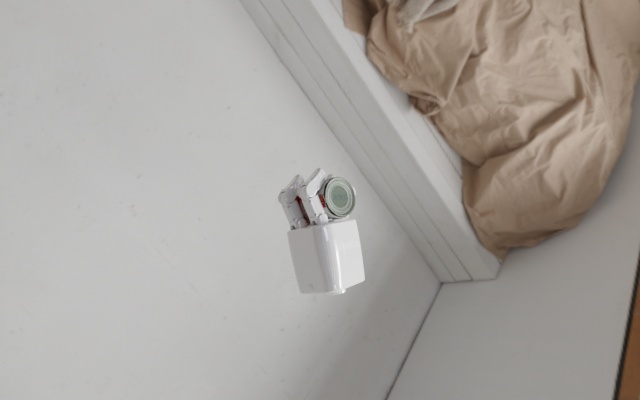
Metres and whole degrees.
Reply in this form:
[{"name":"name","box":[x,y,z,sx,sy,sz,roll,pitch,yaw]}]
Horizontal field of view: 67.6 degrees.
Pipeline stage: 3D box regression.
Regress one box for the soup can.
[{"name":"soup can","box":[0.000,0.002,0.793,0.068,0.068,0.102,0,-10,-40]}]
